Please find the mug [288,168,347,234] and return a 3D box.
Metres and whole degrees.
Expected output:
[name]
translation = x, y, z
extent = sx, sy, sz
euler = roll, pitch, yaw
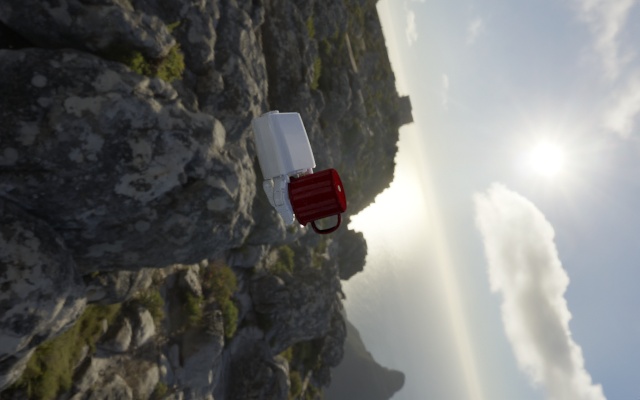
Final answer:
[mug]
translation = 0.001, 0.004, 0.845
extent = 0.081, 0.117, 0.093
euler = -15, 5, 13
